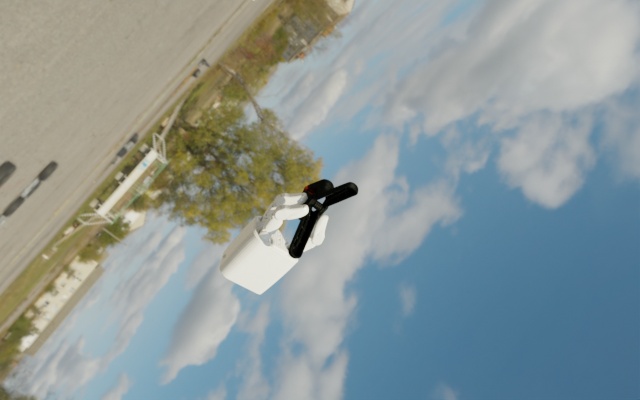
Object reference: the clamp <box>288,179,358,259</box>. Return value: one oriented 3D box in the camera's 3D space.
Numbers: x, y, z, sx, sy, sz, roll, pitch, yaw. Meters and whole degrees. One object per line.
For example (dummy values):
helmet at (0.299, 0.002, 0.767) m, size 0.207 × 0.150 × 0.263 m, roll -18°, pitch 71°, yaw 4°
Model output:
clamp at (0.001, 0.003, 0.881) m, size 0.036 × 0.164 × 0.210 m, roll 40°, pitch 15°, yaw -17°
